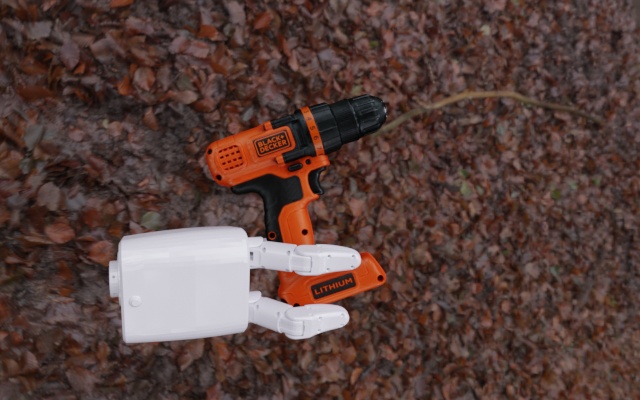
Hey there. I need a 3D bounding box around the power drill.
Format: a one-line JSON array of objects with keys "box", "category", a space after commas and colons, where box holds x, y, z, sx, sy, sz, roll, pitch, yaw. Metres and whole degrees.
[{"box": [0.000, 0.002, 0.472, 0.184, 0.187, 0.057, -19, -1, -1], "category": "power drill"}]
